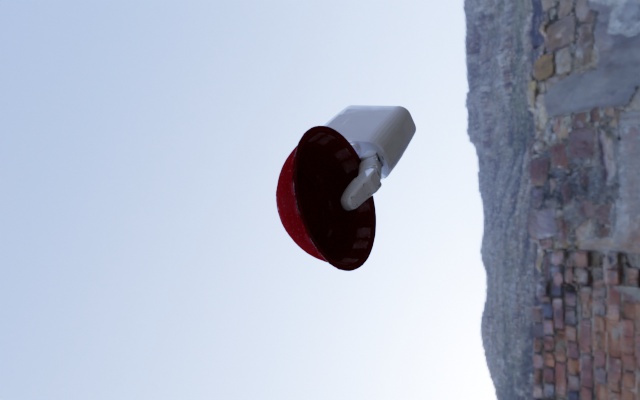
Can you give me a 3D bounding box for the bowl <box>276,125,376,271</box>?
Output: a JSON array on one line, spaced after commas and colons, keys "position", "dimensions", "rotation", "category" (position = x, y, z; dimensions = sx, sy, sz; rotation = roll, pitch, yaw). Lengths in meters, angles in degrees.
[{"position": [-0.001, 0.002, 0.530], "dimensions": [0.055, 0.162, 0.162], "rotation": [-15, -8, 32], "category": "bowl"}]
